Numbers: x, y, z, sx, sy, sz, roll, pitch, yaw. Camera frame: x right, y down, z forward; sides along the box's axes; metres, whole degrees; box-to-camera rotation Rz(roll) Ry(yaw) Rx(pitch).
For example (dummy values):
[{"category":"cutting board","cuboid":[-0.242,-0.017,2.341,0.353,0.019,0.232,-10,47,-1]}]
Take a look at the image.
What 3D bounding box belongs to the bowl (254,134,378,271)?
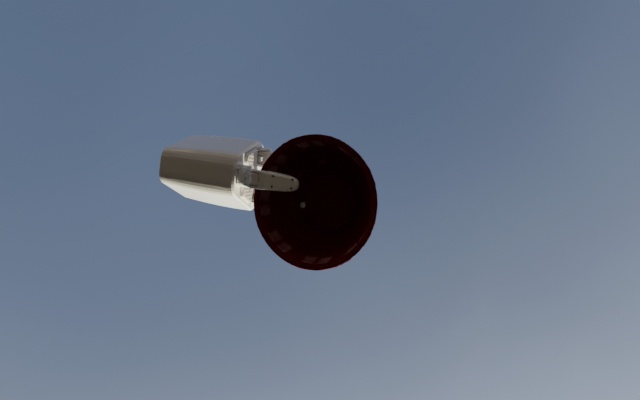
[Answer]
[{"category":"bowl","cuboid":[0.001,0.002,0.588,0.162,0.162,0.055,0,1,24]}]
